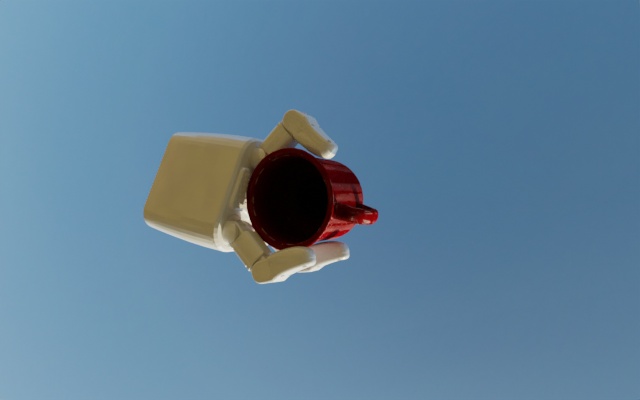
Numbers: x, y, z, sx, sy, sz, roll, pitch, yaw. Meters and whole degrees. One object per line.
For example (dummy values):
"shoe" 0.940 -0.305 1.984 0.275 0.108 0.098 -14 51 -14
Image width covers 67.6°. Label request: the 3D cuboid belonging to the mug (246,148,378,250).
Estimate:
"mug" 0.001 0.002 0.455 0.117 0.093 0.081 12 6 29
